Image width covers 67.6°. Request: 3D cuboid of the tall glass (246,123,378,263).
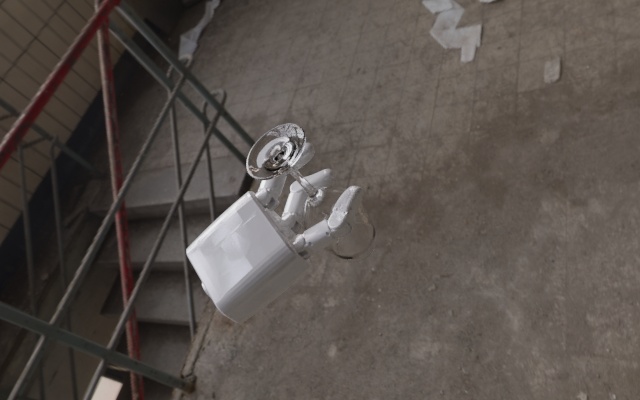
[{"bbox_3d":[0.000,0.001,0.568,0.079,0.079,0.201,0,-33,35],"label":"tall glass"}]
